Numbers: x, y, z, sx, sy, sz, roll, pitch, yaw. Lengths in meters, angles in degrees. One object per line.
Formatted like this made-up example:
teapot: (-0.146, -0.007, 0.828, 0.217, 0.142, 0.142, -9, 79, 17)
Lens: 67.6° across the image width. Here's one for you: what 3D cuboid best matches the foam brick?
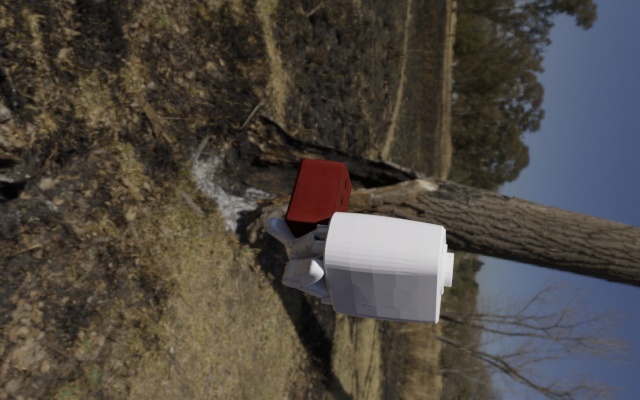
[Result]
foam brick: (0.000, 0.001, 0.517, 0.051, 0.078, 0.053, 4, -28, 17)
